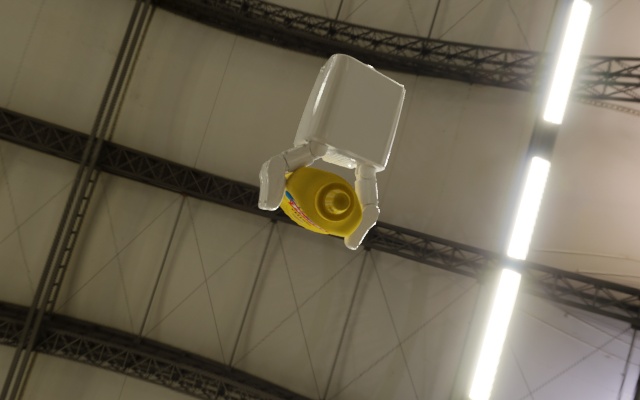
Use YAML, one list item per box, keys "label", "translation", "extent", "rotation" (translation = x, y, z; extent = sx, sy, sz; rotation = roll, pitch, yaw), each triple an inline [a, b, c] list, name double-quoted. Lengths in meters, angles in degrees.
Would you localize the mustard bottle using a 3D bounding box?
- label: "mustard bottle"
  translation: [0.000, 0.002, 0.557]
  extent: [0.096, 0.058, 0.191]
  rotation: [43, -9, -9]
